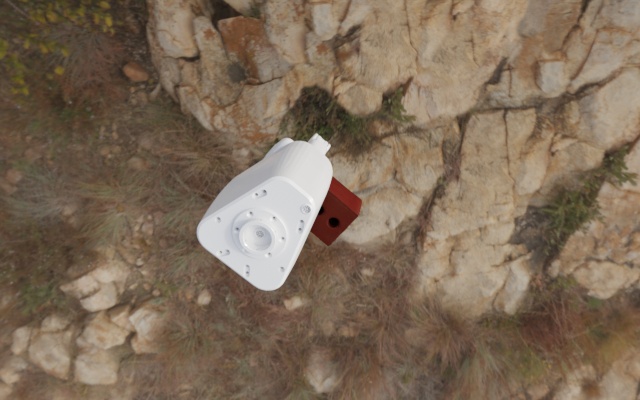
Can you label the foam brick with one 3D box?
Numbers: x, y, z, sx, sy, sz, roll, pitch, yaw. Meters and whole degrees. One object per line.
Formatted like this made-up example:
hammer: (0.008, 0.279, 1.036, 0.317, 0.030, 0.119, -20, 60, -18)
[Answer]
foam brick: (0.000, 0.002, 0.536, 0.078, 0.053, 0.051, 39, 21, -9)
